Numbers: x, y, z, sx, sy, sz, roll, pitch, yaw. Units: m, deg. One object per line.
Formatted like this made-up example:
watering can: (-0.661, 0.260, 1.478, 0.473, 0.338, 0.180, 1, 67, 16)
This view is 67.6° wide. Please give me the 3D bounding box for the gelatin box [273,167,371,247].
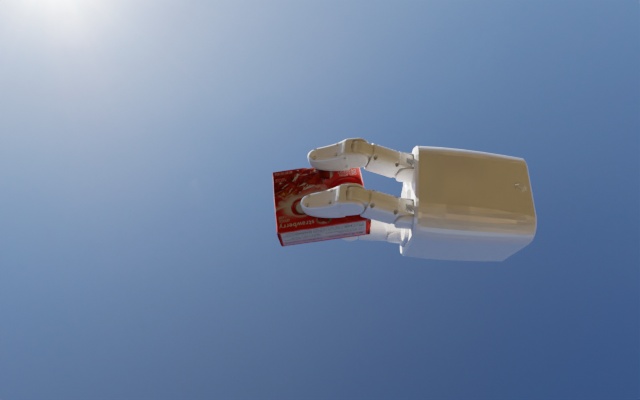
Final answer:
gelatin box: (0.000, 0.002, 0.467, 0.089, 0.073, 0.030, -8, -35, 0)
